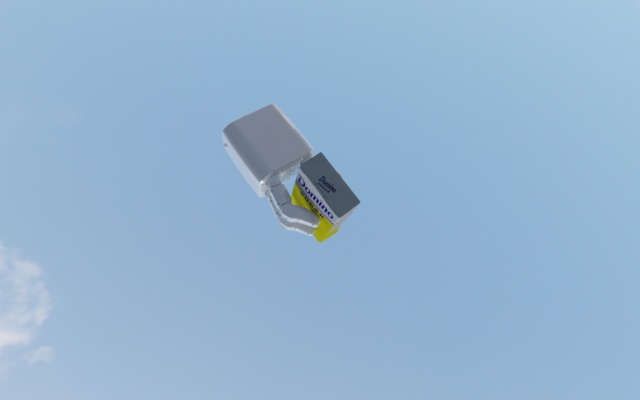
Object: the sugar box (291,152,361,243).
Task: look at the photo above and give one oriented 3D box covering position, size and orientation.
[{"bbox_3d":[0.000,0.003,0.727,0.048,0.093,0.176,-36,-9,-14],"label":"sugar box"}]
